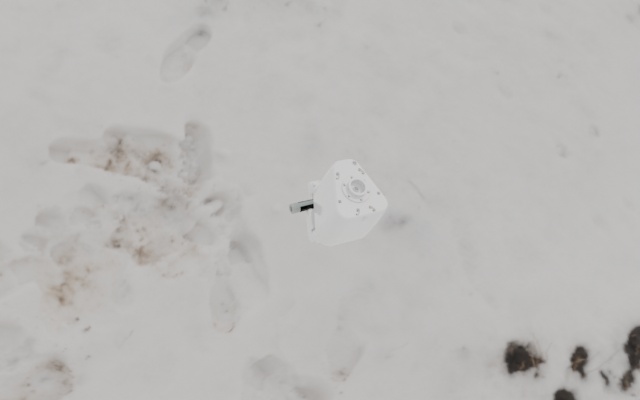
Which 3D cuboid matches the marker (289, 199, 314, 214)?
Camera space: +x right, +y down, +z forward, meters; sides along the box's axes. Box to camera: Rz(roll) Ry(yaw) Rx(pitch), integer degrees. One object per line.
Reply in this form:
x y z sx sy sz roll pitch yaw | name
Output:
0.000 0.003 0.887 0.121 0.020 0.020 -13 5 -23 | marker
